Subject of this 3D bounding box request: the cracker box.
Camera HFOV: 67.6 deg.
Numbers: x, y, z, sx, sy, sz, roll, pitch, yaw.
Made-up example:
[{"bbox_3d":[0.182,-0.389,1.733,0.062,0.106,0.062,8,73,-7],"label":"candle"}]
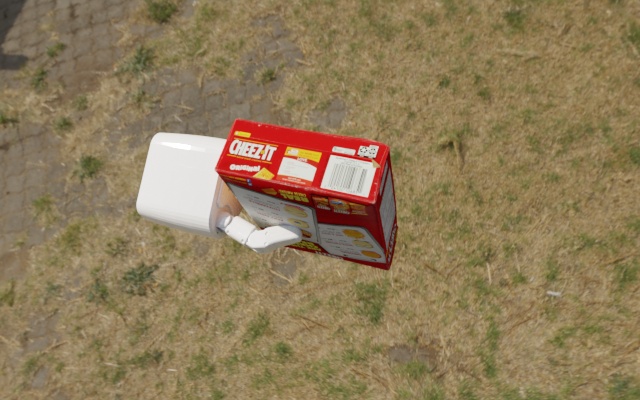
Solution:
[{"bbox_3d":[0.000,0.002,0.543,0.164,0.072,0.214,11,-21,16],"label":"cracker box"}]
